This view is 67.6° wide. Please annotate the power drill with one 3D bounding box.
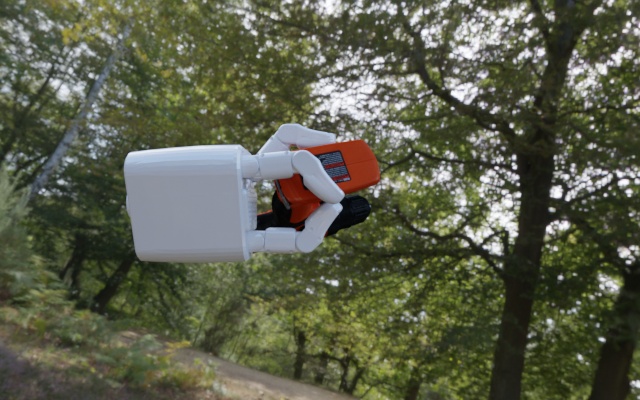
[{"bbox_3d":[0.000,0.002,0.554,0.184,0.057,0.188,-15,-19,-22],"label":"power drill"}]
